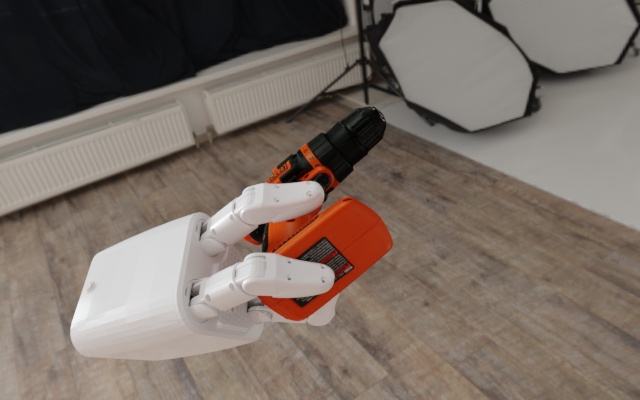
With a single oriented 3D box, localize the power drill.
[{"bbox_3d":[0.000,0.002,0.412,0.057,0.184,0.187,44,10,-21],"label":"power drill"}]
